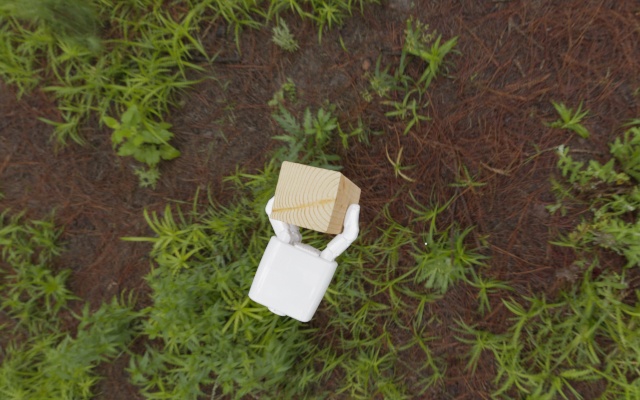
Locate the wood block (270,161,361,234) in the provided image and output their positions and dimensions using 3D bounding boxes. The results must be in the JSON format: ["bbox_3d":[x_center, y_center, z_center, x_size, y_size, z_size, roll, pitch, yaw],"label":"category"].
[{"bbox_3d":[0.000,0.003,0.783,0.091,0.090,0.206,13,-2,13],"label":"wood block"}]
